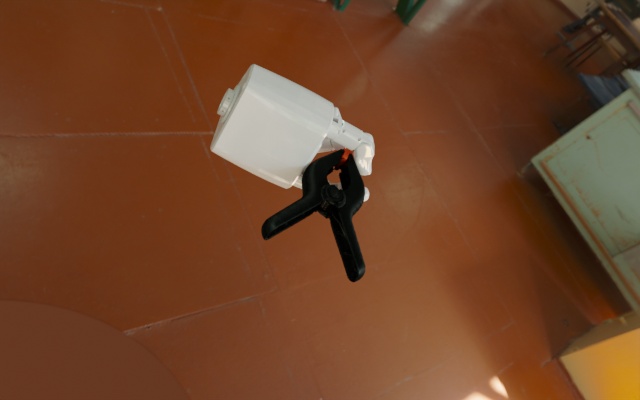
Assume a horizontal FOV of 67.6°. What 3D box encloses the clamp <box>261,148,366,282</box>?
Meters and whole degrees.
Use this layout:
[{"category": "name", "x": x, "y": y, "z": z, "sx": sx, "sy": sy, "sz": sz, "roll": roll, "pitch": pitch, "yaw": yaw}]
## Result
[{"category": "clamp", "x": 0.000, "y": 0.001, "z": 0.545, "sx": 0.120, "sy": 0.171, "sz": 0.039, "roll": 24, "pitch": -43, "yaw": -20}]
